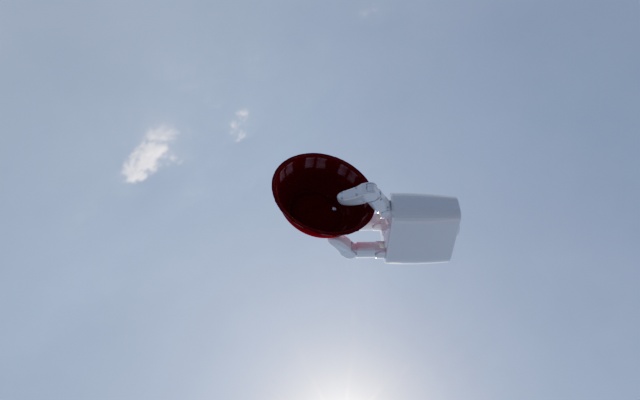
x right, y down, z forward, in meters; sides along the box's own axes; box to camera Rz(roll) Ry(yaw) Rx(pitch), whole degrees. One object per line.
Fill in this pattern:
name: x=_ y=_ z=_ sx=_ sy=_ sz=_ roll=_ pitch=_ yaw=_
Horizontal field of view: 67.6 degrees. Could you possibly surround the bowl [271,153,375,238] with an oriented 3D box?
bowl: x=-0.001 y=0.002 z=0.733 sx=0.162 sy=0.162 sz=0.055 roll=0 pitch=-39 yaw=-19
